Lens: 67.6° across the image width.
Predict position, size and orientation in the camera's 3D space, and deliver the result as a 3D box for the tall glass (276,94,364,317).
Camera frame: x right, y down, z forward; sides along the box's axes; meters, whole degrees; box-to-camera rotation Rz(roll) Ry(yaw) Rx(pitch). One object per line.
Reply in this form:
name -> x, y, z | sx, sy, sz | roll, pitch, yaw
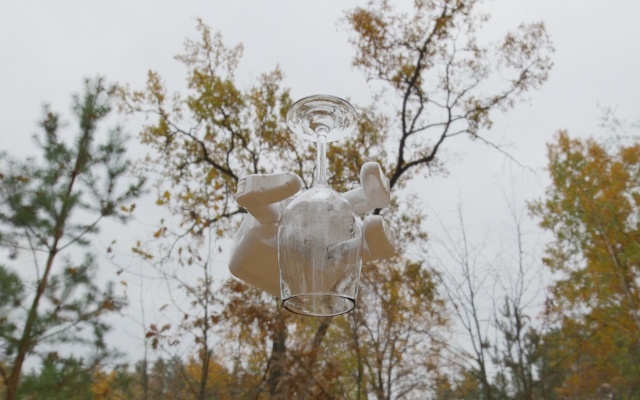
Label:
tall glass -> 0.000, 0.001, 0.445 | 0.079, 0.201, 0.079 | 1, -31, 0
